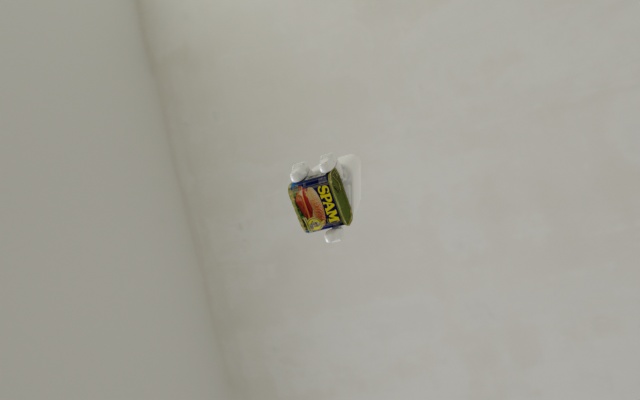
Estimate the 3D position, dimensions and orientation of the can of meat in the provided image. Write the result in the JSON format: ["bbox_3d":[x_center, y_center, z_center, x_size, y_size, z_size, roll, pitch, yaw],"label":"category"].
[{"bbox_3d":[0.000,0.003,0.844,0.084,0.102,0.057,-14,17,20],"label":"can of meat"}]
